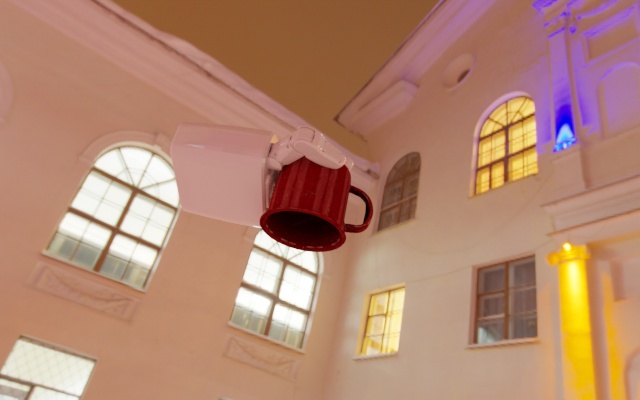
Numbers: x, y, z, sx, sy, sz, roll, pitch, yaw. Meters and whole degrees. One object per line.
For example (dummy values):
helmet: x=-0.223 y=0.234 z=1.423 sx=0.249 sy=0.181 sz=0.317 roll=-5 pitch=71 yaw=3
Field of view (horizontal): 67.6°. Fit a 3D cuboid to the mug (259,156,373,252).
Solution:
mug: x=0.002 y=0.002 z=0.522 sx=0.117 sy=0.081 sz=0.093 roll=10 pitch=-31 yaw=4
